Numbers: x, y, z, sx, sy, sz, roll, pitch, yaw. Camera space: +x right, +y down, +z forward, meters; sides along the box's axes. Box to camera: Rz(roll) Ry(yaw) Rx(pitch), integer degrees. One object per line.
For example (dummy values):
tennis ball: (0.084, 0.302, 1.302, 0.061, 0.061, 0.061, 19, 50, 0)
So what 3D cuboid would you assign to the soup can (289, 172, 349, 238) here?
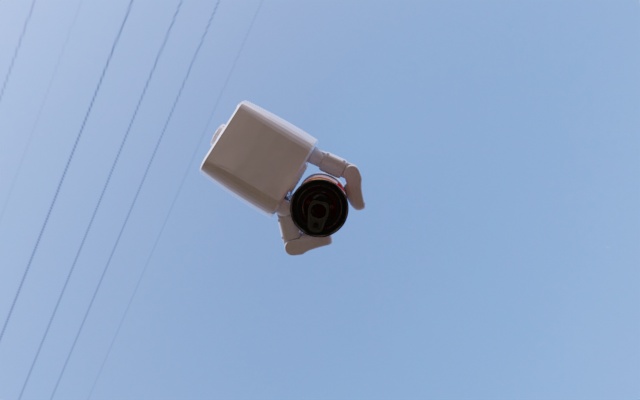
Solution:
soup can: (0.001, 0.002, 0.593, 0.068, 0.068, 0.102, 0, 8, 2)
